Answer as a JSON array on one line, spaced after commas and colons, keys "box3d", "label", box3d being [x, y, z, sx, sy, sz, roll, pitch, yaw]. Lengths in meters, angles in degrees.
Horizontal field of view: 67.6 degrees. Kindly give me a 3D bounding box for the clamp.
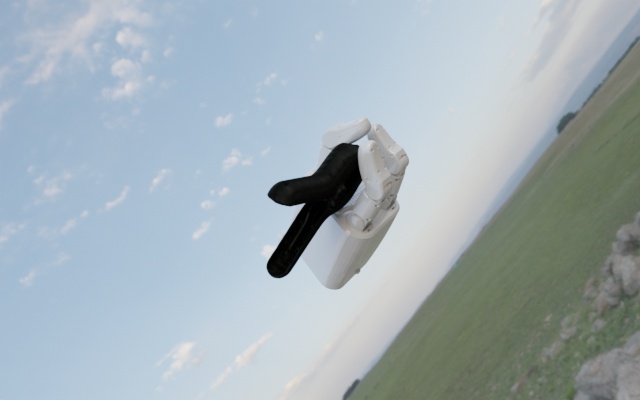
[{"box3d": [0.000, 0.001, 0.483, 0.039, 0.120, 0.171, 36, 43, 18], "label": "clamp"}]
